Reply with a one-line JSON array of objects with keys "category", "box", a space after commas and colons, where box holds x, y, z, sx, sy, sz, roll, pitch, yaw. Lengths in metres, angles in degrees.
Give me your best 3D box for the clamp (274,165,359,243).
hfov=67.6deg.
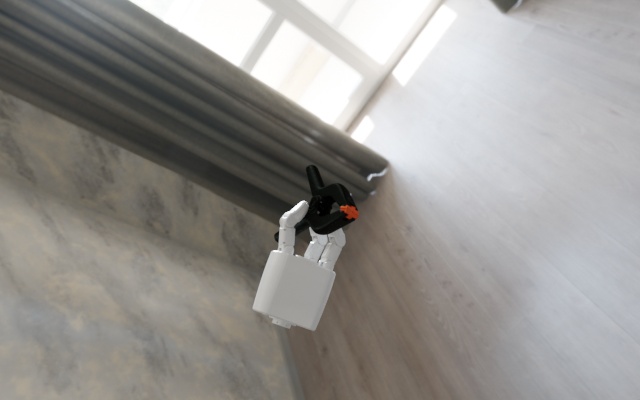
[{"category": "clamp", "box": [0.000, 0.003, 0.849, 0.036, 0.164, 0.210, 29, -18, -30]}]
